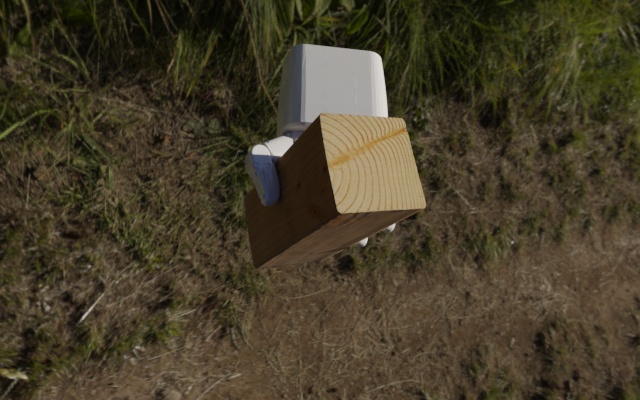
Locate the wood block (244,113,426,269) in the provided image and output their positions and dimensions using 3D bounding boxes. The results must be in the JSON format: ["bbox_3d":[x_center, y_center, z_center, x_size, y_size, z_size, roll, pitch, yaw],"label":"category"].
[{"bbox_3d":[0.000,0.001,0.487,0.091,0.090,0.206,-2,-19,-27],"label":"wood block"}]
